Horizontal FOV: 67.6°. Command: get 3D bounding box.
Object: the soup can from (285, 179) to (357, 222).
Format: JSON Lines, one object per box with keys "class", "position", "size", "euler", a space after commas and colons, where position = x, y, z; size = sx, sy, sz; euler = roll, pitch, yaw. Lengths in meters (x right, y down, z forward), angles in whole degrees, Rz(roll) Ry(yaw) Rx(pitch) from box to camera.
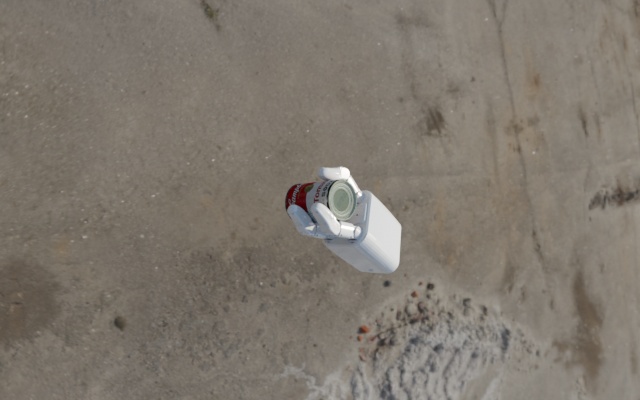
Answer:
{"class": "soup can", "position": [0.000, 0.002, 0.778], "size": [0.068, 0.068, 0.102], "euler": [0, -3, -44]}
